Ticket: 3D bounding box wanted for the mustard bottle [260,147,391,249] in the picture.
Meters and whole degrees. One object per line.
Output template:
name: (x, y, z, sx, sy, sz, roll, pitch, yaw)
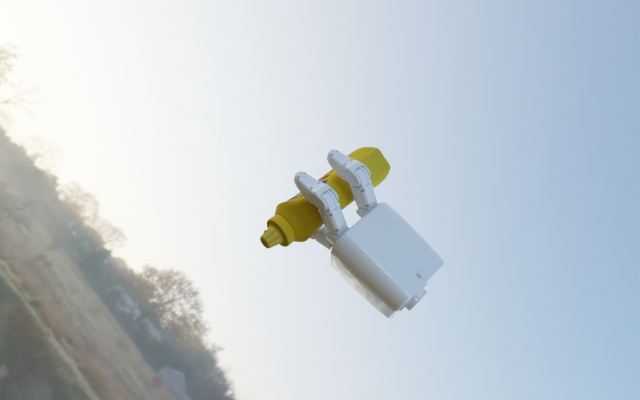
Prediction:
mustard bottle: (0.000, 0.002, 0.618, 0.191, 0.058, 0.096, -37, 7, -29)
